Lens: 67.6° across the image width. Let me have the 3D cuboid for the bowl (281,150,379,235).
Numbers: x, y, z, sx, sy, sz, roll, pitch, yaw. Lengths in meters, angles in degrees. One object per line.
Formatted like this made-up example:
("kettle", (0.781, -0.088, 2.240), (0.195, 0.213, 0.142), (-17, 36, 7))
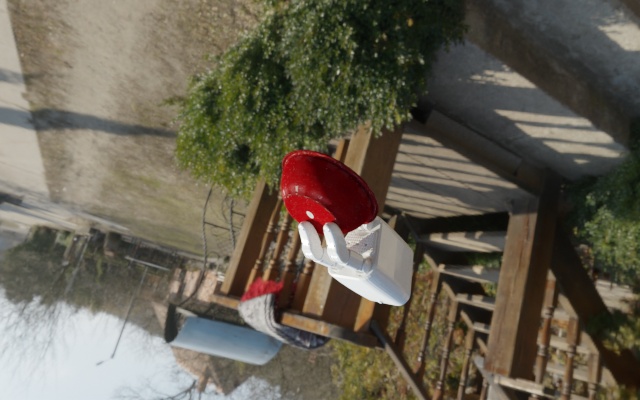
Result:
("bowl", (-0.001, 0.002, 0.694), (0.162, 0.055, 0.162), (26, -29, 15))
